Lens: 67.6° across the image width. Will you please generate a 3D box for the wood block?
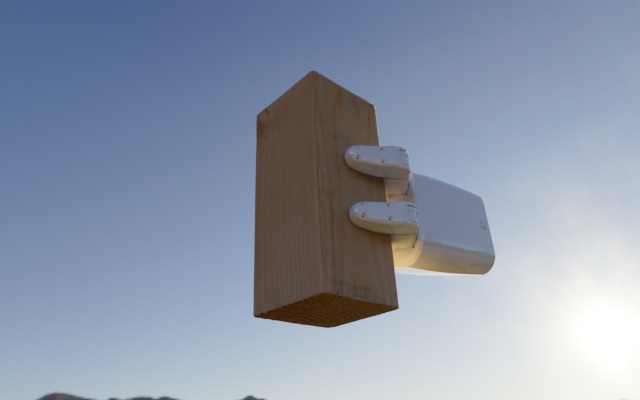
[{"bbox_3d":[0.000,0.002,0.439,0.090,0.206,0.091,20,-35,-37],"label":"wood block"}]
